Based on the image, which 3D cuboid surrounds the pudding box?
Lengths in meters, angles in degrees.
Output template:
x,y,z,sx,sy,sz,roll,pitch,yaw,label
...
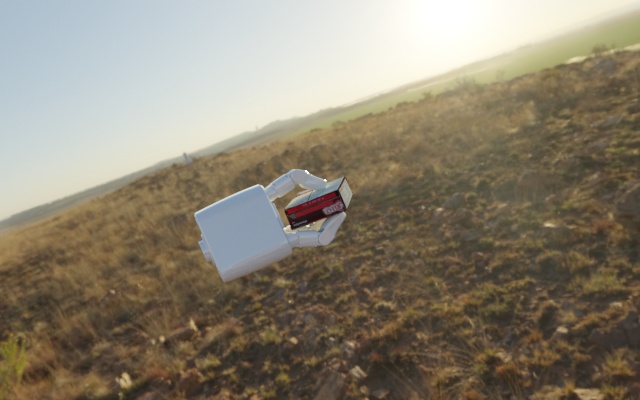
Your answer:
x,y,z,sx,sy,sz,roll,pitch,yaw,label
0.000,0.002,0.740,0.090,0.039,0.113,-19,11,13,pudding box
